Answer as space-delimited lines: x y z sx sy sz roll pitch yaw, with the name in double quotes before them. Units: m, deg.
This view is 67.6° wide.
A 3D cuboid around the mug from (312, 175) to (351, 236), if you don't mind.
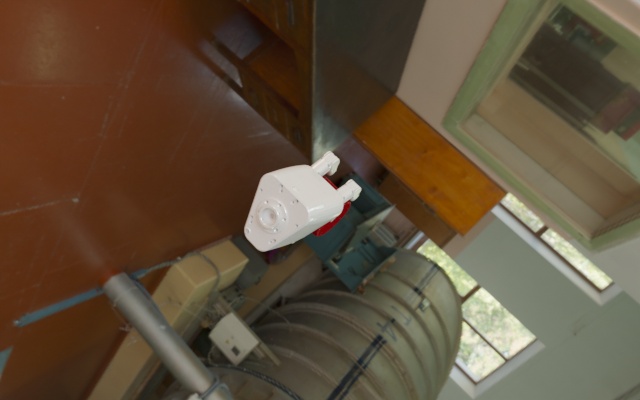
"mug" 0.001 0.003 0.797 0.081 0.093 0.117 45 25 14
